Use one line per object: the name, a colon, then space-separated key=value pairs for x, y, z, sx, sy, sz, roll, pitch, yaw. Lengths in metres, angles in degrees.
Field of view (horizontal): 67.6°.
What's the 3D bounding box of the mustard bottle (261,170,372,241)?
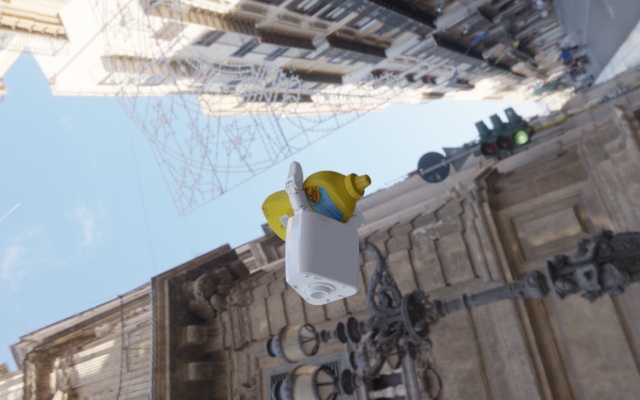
mustard bottle: x=0.000 y=0.002 z=0.784 sx=0.192 sy=0.096 sz=0.058 roll=-25 pitch=22 yaw=31
